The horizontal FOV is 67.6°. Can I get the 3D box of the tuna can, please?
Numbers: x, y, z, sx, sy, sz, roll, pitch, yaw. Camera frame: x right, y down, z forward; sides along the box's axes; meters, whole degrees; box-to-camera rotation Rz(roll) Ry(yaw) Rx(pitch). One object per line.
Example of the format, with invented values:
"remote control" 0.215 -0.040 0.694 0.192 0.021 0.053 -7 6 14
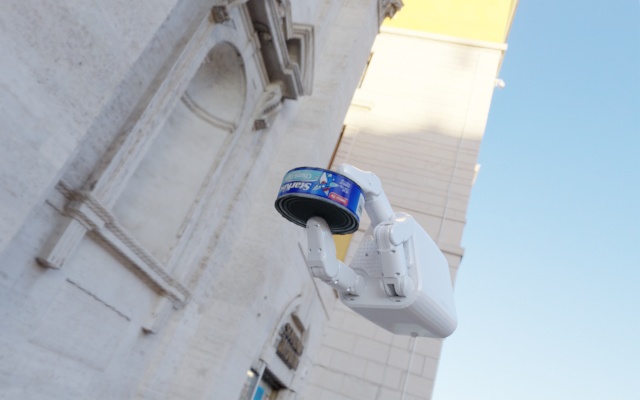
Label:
"tuna can" 0.000 0.001 0.471 0.086 0.033 0.086 14 -23 6
